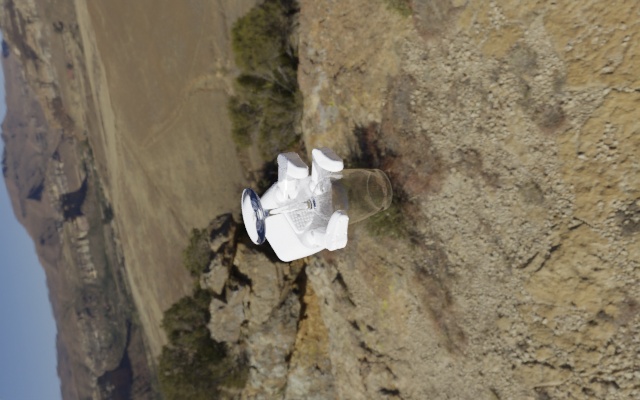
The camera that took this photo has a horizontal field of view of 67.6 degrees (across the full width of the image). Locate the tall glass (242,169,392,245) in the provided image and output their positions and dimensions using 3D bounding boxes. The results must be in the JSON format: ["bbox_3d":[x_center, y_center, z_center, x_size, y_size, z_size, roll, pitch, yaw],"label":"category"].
[{"bbox_3d":[0.000,0.002,0.651,0.201,0.079,0.079,-12,5,-28],"label":"tall glass"}]
